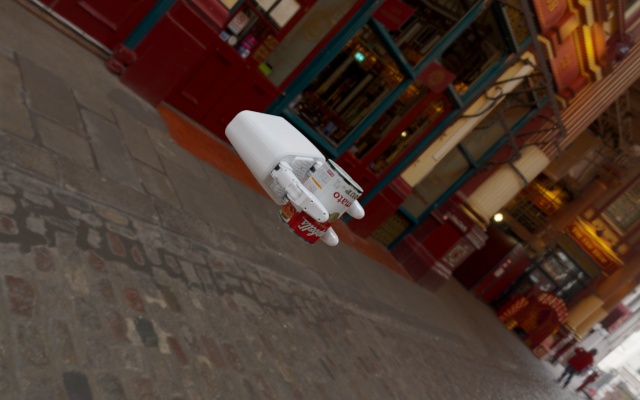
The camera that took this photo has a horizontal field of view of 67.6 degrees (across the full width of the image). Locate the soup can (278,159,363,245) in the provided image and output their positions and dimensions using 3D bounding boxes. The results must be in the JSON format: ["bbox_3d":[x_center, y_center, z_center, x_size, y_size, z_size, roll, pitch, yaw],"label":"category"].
[{"bbox_3d":[0.001,0.002,0.654,0.068,0.102,0.068,42,9,-8],"label":"soup can"}]
